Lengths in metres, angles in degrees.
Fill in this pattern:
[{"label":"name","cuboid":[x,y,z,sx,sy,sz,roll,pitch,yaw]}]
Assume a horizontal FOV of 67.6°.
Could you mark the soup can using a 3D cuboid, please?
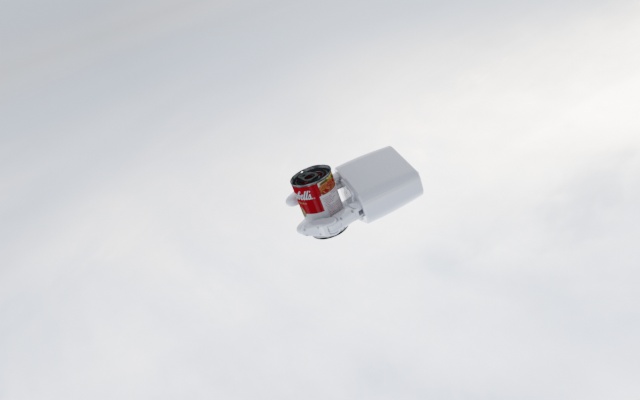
[{"label":"soup can","cuboid":[0.000,0.003,0.760,0.068,0.102,0.068,-16,26,8]}]
